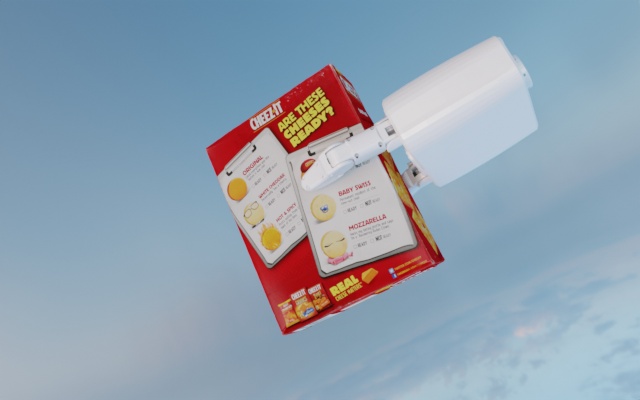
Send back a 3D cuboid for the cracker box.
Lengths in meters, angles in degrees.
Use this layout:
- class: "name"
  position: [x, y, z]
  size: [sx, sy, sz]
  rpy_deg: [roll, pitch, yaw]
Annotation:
- class: "cracker box"
  position: [0.000, 0.002, 0.483]
  size: [0.164, 0.213, 0.072]
  rpy_deg: [-30, -16, 18]
